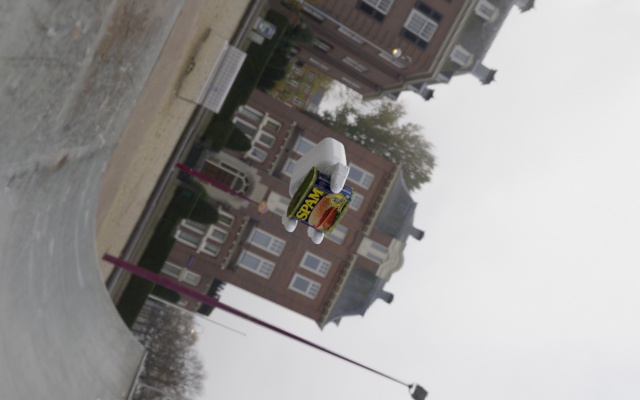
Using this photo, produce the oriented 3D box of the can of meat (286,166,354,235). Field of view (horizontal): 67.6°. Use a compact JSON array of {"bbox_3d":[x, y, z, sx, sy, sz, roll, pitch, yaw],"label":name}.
[{"bbox_3d":[0.000,0.003,0.851,0.084,0.102,0.057,27,27,-15],"label":"can of meat"}]
